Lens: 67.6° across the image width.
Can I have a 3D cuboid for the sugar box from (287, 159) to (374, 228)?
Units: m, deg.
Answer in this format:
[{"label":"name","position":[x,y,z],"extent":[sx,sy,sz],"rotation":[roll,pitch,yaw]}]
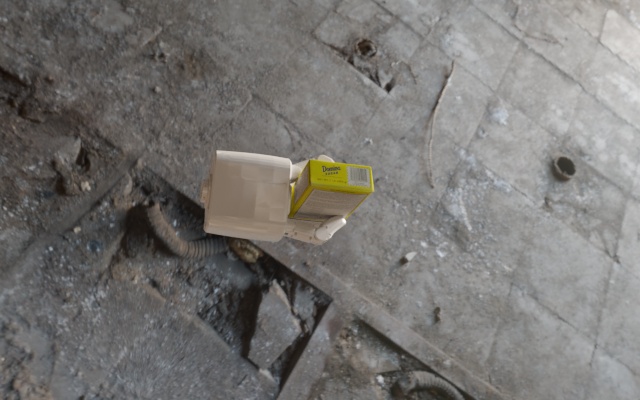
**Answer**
[{"label":"sugar box","position":[0.000,0.002,0.705],"extent":[0.093,0.048,0.176],"rotation":[6,-24,-19]}]
